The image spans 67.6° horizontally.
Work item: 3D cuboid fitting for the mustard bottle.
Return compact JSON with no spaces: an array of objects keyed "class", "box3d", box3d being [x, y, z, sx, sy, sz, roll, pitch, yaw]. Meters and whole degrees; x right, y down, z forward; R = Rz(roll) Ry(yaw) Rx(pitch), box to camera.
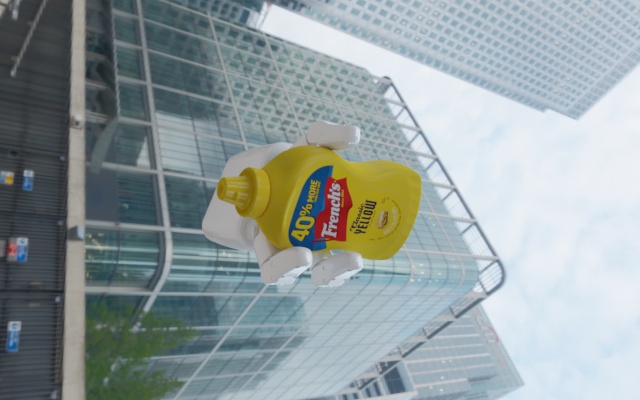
[{"class":"mustard bottle","box3d":[0.000,0.001,0.425,0.191,0.096,0.058,8,19,-34]}]
